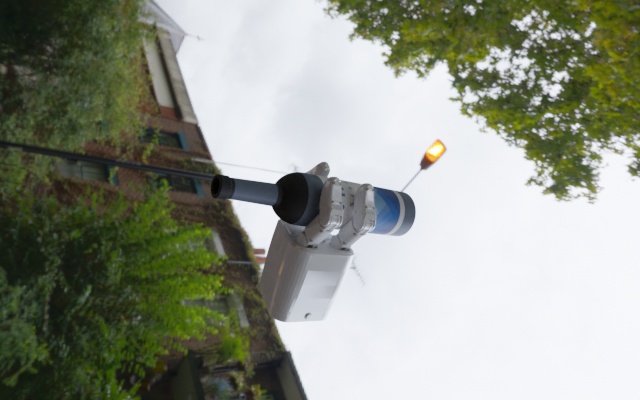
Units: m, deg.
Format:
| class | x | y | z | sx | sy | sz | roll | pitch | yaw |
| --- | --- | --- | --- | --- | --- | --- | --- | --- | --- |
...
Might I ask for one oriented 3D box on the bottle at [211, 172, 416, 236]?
| class | x | y | z | sx | sy | sz | roll | pitch | yaw |
| --- | --- | --- | --- | --- | --- | --- | --- | --- | --- |
| bottle | 0.000 | 0.002 | 0.616 | 0.296 | 0.069 | 0.069 | 9 | -5 | -37 |
